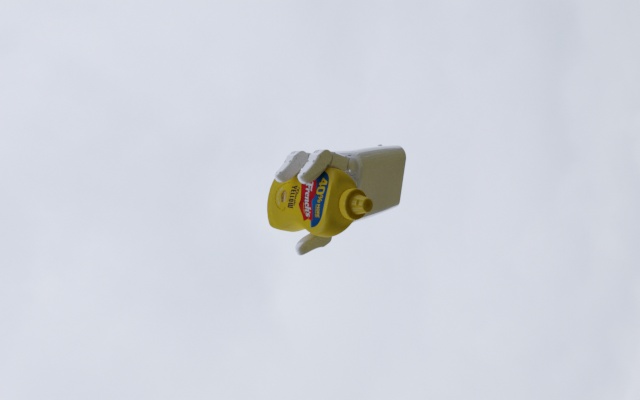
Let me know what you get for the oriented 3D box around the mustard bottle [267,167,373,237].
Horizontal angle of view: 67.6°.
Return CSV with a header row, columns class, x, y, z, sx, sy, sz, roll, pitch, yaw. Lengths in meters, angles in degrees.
class,x,y,z,sx,sy,sz,roll,pitch,yaw
mustard bottle,0.000,0.002,0.672,0.058,0.096,0.191,18,-9,-39
